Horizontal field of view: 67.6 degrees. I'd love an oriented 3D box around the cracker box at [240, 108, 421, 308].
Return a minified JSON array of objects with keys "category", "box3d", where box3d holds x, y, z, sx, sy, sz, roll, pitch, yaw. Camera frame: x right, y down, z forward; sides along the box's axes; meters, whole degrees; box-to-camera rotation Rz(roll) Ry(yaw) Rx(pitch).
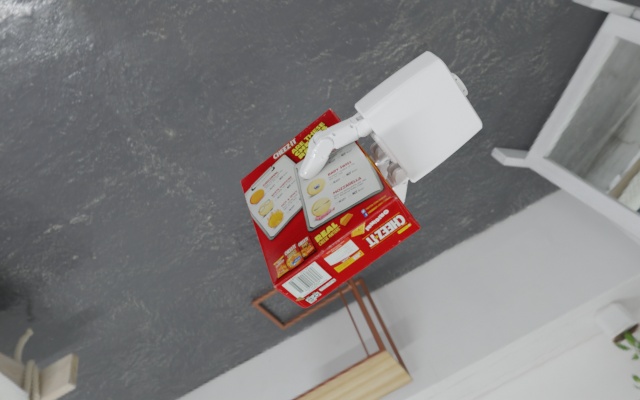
[{"category":"cracker box","box3d":[0.000,0.002,0.593,0.072,0.164,0.213,46,10,-39]}]
